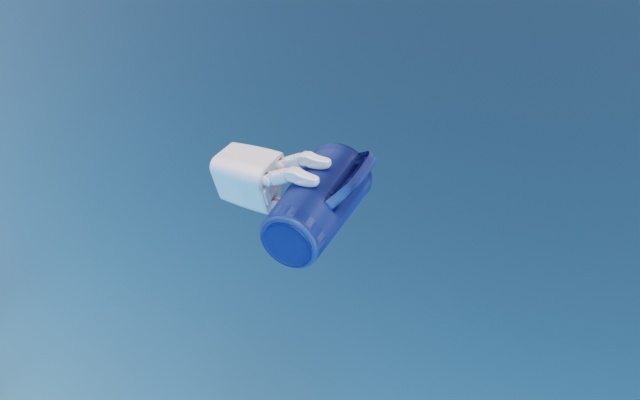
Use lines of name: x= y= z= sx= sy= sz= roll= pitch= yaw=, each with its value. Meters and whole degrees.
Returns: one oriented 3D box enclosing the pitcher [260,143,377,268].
pitcher: x=0.000 y=0.003 z=0.851 sx=0.145 sy=0.149 sz=0.242 roll=16 pitch=39 yaw=17
